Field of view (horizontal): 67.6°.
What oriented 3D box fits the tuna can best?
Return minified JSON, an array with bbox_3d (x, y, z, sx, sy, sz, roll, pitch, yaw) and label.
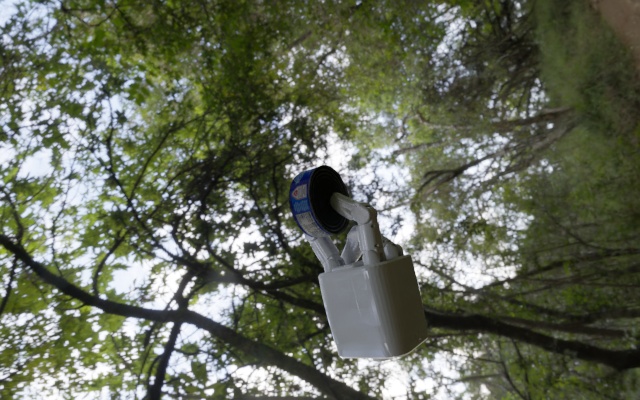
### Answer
[{"bbox_3d":[0.000,0.002,0.583,0.034,0.086,0.086,-14,-8,34],"label":"tuna can"}]
